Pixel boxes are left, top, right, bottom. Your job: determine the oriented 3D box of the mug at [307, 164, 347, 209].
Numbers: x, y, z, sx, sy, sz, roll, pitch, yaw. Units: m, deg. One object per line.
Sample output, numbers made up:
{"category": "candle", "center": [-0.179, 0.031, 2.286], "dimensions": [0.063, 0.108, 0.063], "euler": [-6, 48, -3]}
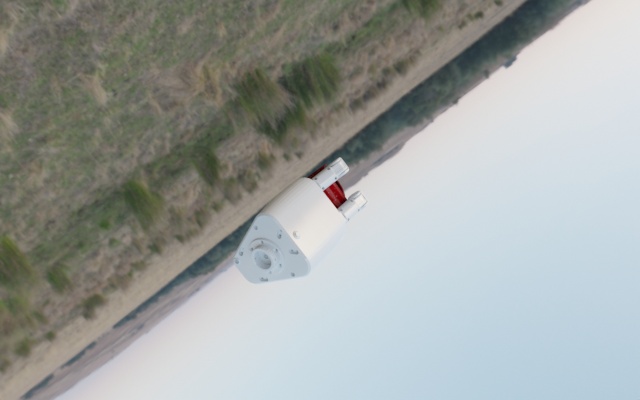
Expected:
{"category": "mug", "center": [0.001, 0.002, 0.706], "dimensions": [0.093, 0.081, 0.117], "euler": [-34, 5, 37]}
